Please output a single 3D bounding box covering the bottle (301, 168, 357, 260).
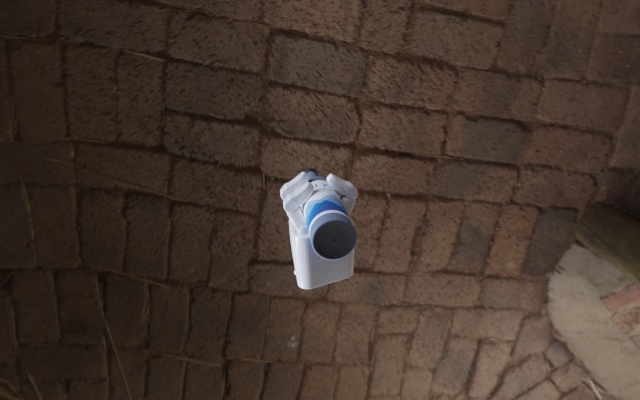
[{"bbox_3d":[0.000,0.003,0.821,0.069,0.069,0.295,0,22,-8],"label":"bottle"}]
